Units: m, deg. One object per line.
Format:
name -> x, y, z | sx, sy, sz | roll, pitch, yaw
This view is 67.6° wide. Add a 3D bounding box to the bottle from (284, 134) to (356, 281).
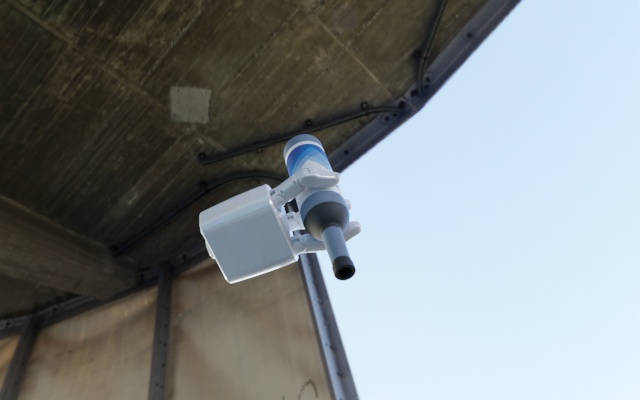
bottle -> 0.000, 0.002, 0.691 | 0.069, 0.069, 0.295 | 0, 35, -14
